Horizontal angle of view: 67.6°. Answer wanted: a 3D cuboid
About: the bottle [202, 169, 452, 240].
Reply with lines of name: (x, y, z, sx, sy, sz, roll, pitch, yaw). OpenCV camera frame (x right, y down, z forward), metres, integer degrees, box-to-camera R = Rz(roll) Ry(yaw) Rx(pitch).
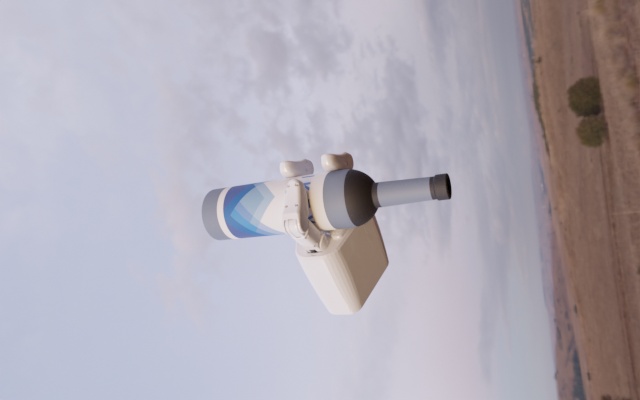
bottle: (0.000, 0.002, 0.553, 0.296, 0.069, 0.069, -7, -3, 25)
